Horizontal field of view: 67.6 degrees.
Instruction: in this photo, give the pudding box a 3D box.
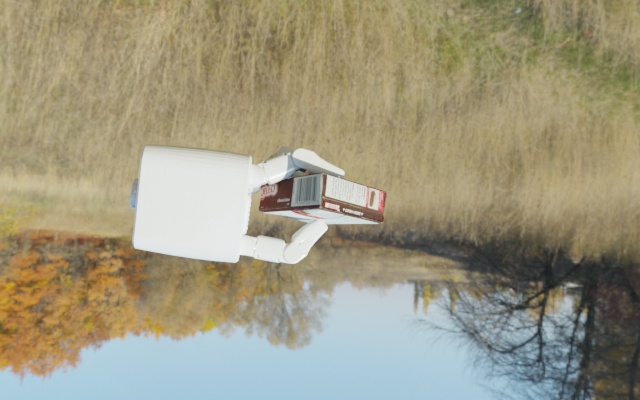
[{"bbox_3d":[0.000,0.002,0.515,0.090,0.039,0.113,13,-10,-38],"label":"pudding box"}]
